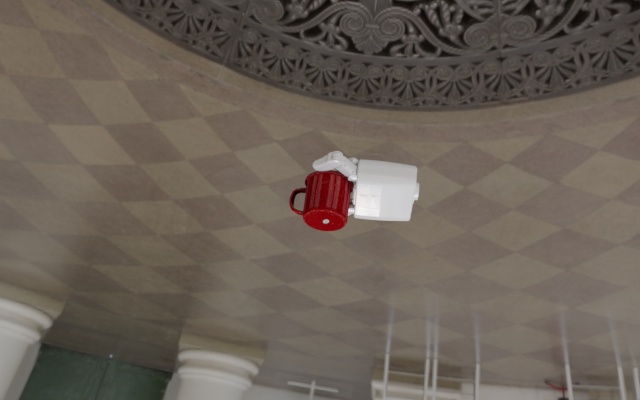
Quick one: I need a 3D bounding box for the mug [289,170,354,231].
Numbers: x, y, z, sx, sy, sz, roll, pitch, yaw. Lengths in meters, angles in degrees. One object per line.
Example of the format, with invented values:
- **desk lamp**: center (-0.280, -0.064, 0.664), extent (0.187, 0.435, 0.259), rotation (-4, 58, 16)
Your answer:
- **mug**: center (-0.001, 0.003, 0.876), extent (0.117, 0.081, 0.093), rotation (3, -32, 8)
